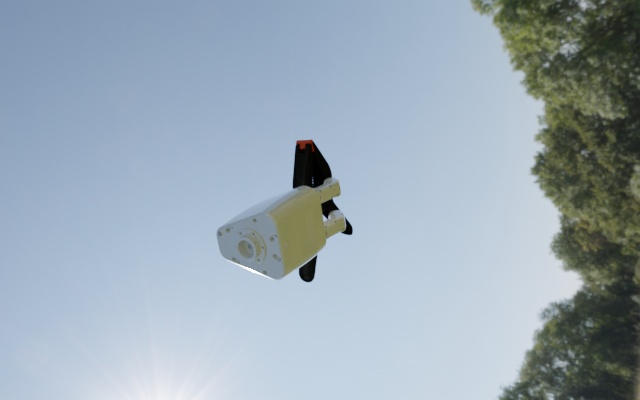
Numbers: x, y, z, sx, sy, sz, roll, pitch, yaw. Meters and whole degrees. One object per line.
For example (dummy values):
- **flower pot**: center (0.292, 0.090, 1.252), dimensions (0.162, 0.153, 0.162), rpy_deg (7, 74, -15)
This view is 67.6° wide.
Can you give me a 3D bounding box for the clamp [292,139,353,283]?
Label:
- **clamp**: center (-0.001, 0.002, 0.762), dimensions (0.036, 0.210, 0.164), rpy_deg (1, 18, 29)
